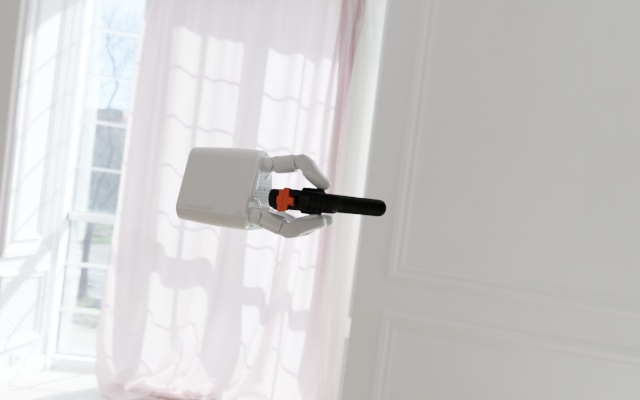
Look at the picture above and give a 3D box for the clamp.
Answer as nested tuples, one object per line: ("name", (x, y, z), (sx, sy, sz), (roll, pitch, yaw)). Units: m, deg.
("clamp", (0.000, 0.001, 0.642), (0.164, 0.036, 0.210), (5, 0, 12))
